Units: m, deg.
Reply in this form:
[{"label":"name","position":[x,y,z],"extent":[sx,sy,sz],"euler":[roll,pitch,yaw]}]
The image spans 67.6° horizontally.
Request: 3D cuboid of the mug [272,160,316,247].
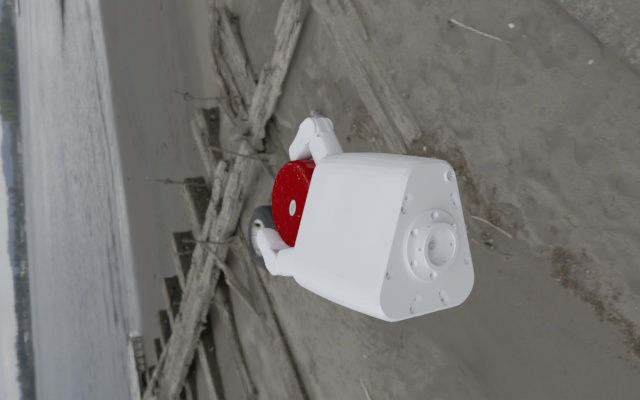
[{"label":"mug","position":[-0.001,0.001,0.461],"extent":[0.081,0.093,0.117],"euler":[-3,6,-32]}]
